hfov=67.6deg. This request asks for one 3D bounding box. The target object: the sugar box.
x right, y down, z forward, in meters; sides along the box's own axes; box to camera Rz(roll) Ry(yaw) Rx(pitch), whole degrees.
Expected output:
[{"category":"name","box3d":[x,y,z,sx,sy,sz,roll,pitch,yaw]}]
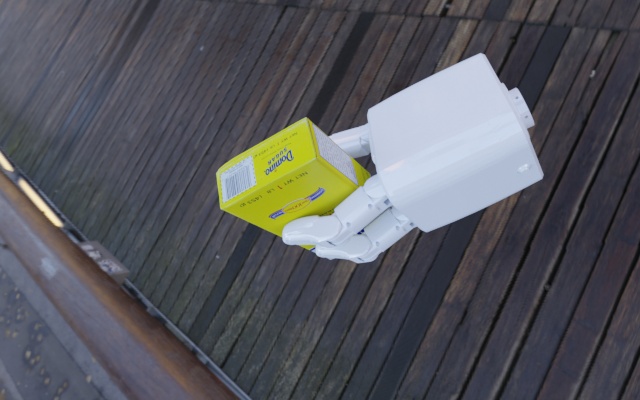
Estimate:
[{"category":"sugar box","box3d":[0.000,0.002,0.430,0.093,0.048,0.176,-26,-33,22]}]
